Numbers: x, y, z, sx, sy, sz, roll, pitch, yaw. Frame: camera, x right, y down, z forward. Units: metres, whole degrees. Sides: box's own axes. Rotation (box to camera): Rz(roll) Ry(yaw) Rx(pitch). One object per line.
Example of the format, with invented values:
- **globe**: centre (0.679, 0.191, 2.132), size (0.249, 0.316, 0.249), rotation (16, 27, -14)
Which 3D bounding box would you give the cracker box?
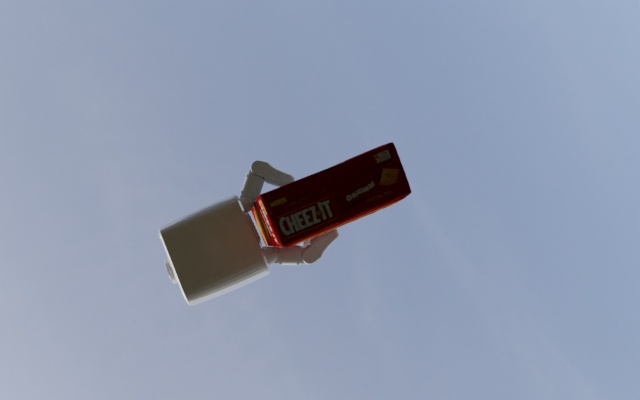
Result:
- **cracker box**: centre (0.000, 0.002, 0.620), size (0.164, 0.072, 0.214), rotation (-23, 1, -12)
